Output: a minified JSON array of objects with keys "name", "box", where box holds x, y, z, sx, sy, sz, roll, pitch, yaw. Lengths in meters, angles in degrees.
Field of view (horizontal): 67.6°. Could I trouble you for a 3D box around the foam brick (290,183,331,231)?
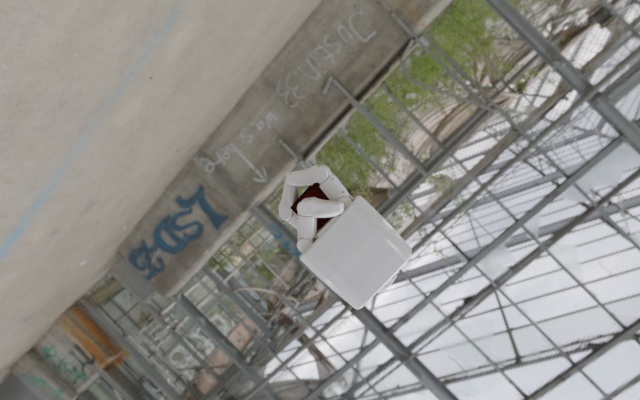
[{"name":"foam brick","box":[0.000,0.002,0.686,0.051,0.053,0.078,43,18,1]}]
